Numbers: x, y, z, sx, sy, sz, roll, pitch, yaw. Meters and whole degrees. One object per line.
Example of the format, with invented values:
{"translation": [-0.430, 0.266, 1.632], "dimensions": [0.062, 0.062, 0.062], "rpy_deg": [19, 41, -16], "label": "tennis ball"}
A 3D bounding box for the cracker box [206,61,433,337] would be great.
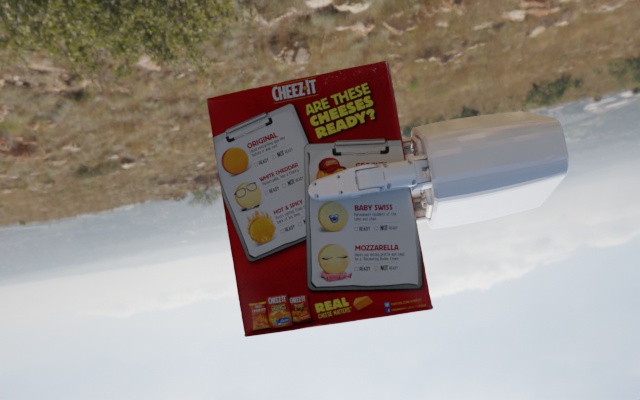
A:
{"translation": [0.000, 0.002, 0.436], "dimensions": [0.164, 0.213, 0.072], "rpy_deg": [-10, -4, 6], "label": "cracker box"}
